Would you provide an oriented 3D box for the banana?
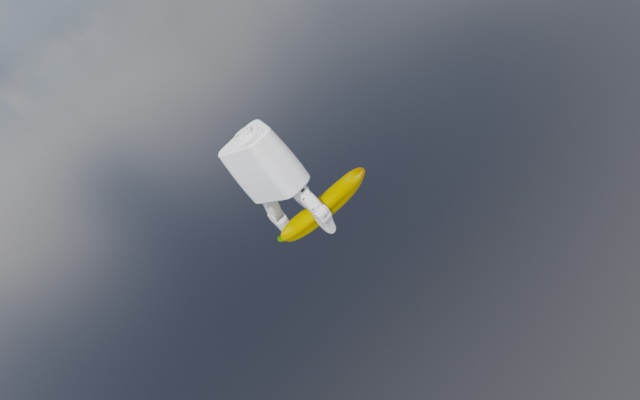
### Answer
[{"bbox_3d":[0.001,0.010,0.815,0.198,0.037,0.069,-38,19,3],"label":"banana"}]
